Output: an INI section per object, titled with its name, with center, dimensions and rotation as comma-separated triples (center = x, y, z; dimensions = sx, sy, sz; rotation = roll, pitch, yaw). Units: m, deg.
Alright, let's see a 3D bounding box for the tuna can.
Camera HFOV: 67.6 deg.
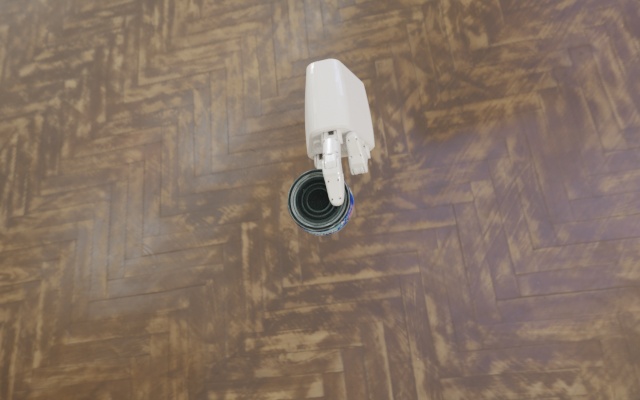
[tuna can]
center = 0.000, 0.002, 0.629
dimensions = 0.086, 0.086, 0.034
rotation = 0, -12, 11
